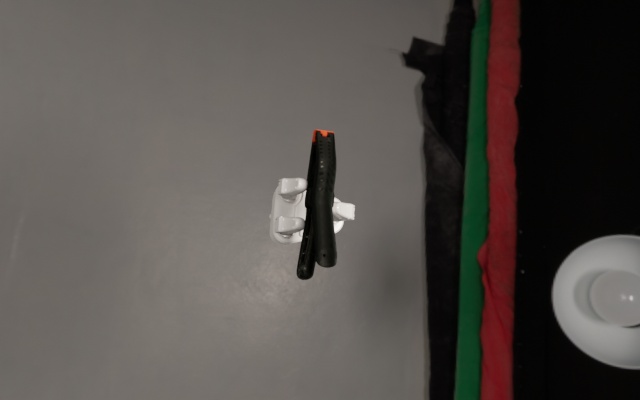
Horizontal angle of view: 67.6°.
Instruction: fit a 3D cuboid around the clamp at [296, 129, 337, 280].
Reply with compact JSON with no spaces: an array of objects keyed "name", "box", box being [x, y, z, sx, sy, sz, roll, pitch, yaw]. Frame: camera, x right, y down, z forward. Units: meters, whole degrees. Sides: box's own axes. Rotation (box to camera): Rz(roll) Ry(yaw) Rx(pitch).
[{"name":"clamp","box":[0.001,0.002,0.637,0.036,0.210,0.164,7,-9,-12]}]
